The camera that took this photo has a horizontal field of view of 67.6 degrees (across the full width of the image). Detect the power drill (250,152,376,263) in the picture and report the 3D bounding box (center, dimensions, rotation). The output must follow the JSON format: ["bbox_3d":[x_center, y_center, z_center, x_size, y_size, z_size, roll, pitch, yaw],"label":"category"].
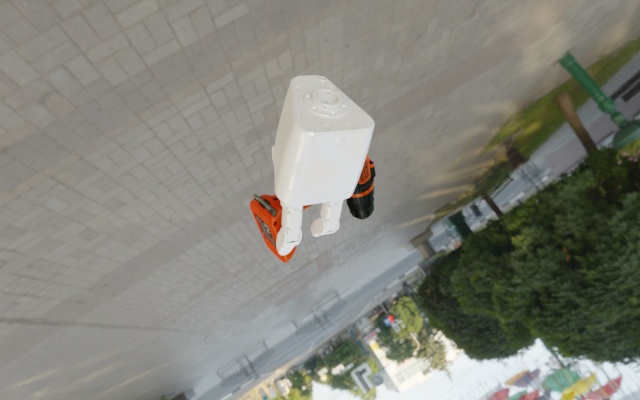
[{"bbox_3d":[0.000,0.002,0.680,0.187,0.185,0.057,-38,50,-19],"label":"power drill"}]
